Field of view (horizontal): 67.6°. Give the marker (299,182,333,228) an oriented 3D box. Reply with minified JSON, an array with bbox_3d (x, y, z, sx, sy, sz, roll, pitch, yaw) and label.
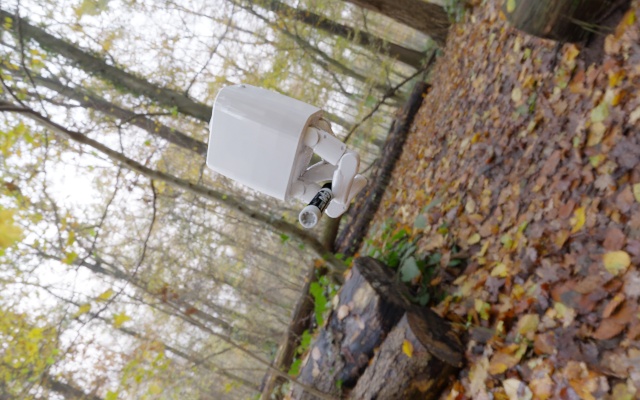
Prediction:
[{"bbox_3d":[0.000,0.002,0.503,0.020,0.020,0.121,0,15,11],"label":"marker"}]
